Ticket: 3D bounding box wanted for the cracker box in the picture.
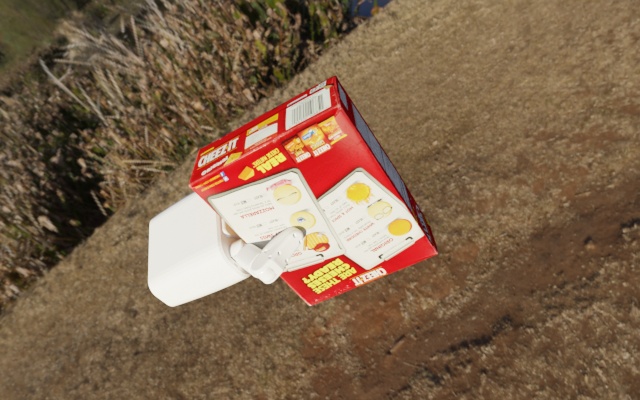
[{"bbox_3d":[0.000,0.002,0.495,0.164,0.072,0.214,-26,-53,19],"label":"cracker box"}]
